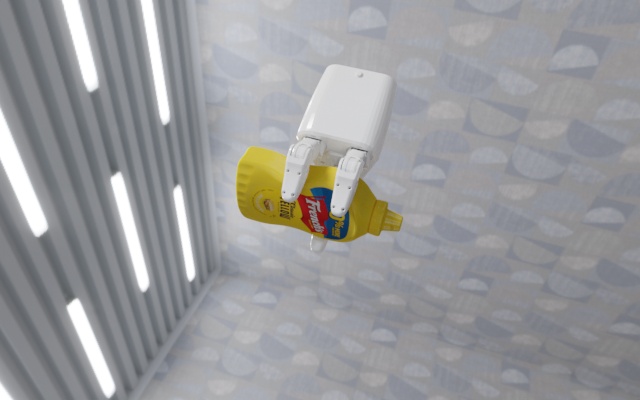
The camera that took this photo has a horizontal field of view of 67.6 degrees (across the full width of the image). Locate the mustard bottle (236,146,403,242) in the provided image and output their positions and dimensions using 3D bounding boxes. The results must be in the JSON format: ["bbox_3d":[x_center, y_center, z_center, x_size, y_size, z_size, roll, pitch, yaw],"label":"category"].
[{"bbox_3d":[0.000,0.002,0.552,0.191,0.096,0.058,15,43,10],"label":"mustard bottle"}]
